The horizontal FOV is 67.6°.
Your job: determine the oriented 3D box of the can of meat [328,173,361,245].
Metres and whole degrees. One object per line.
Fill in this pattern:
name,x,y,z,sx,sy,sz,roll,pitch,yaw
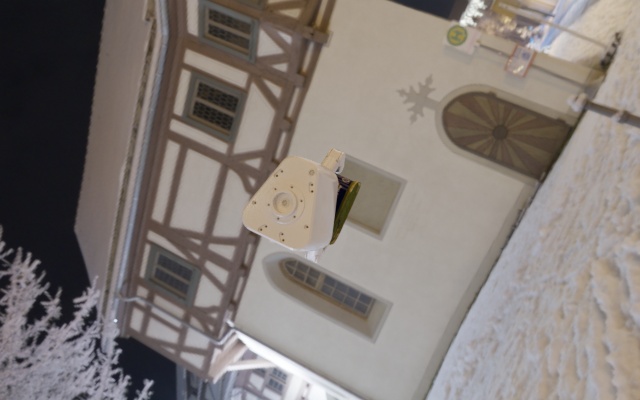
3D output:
can of meat,0.000,0.002,0.710,0.084,0.102,0.057,25,5,13
